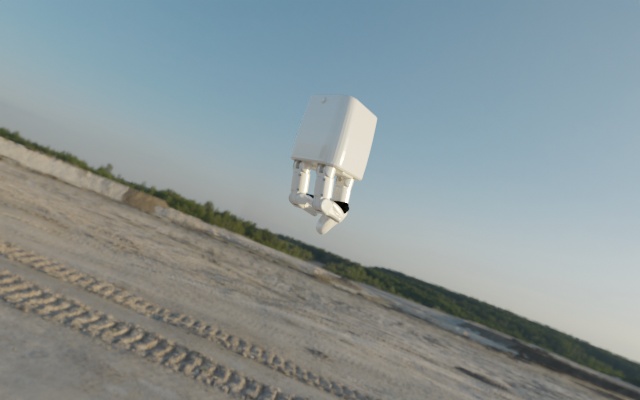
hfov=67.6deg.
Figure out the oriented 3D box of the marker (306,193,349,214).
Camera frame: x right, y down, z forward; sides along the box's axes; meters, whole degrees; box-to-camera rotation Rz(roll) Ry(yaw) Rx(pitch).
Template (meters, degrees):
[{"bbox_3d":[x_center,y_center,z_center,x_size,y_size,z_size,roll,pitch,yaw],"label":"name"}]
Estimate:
[{"bbox_3d":[0.000,0.003,0.766,0.020,0.020,0.121,0,9,-43],"label":"marker"}]
